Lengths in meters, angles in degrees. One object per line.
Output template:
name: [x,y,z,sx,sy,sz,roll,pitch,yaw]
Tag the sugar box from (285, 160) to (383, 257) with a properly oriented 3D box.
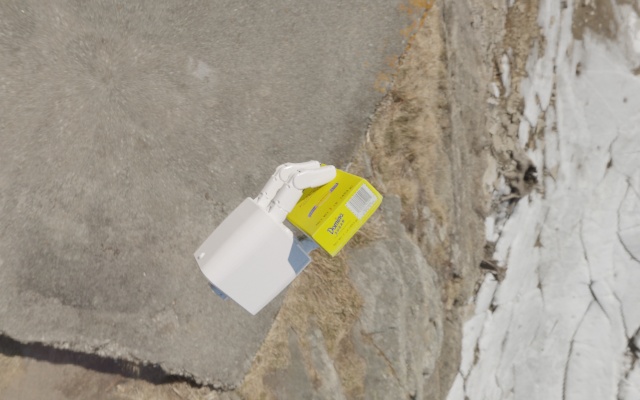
sugar box: [0.000,0.002,0.624,0.048,0.093,0.176,46,-8,-26]
